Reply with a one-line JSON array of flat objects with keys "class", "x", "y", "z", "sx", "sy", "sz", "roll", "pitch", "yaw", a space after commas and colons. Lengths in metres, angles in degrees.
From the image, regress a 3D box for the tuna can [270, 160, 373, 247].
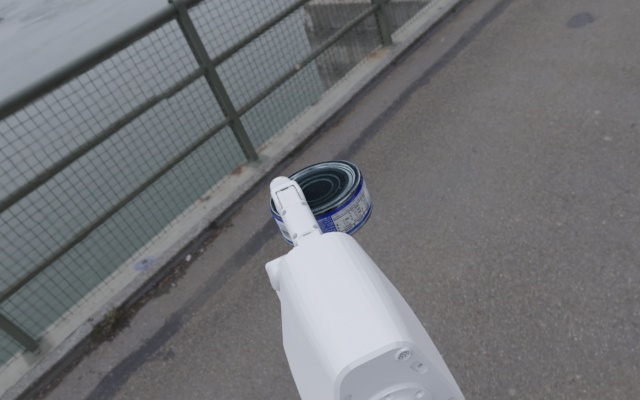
[{"class": "tuna can", "x": 0.000, "y": 0.001, "z": 0.416, "sx": 0.086, "sy": 0.034, "sz": 0.086, "roll": -17, "pitch": 32, "yaw": 11}]
